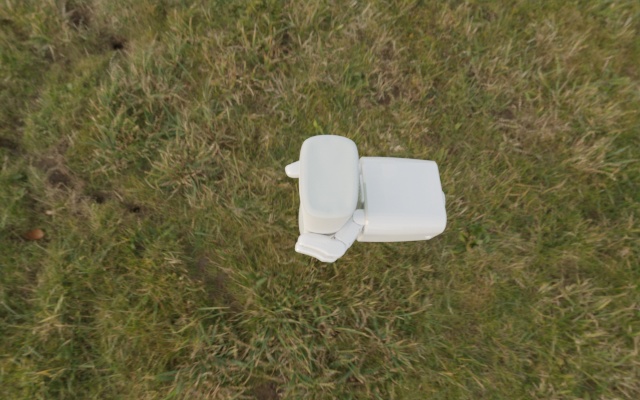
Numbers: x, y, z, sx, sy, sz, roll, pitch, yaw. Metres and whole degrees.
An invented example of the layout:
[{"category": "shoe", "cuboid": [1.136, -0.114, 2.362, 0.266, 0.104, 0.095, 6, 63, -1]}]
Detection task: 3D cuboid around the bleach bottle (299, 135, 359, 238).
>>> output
[{"category": "bleach bottle", "cuboid": [0.000, 0.002, 0.653, 0.068, 0.102, 0.251, 2, -13, -5]}]
